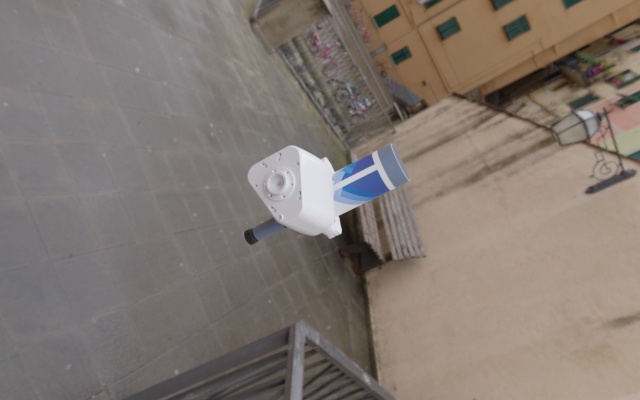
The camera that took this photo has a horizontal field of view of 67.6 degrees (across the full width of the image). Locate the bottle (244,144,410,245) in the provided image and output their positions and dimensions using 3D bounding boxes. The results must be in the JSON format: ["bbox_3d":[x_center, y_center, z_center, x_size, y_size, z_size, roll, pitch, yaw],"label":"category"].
[{"bbox_3d":[0.000,0.003,0.795,0.296,0.069,0.069,-27,-8,16],"label":"bottle"}]
